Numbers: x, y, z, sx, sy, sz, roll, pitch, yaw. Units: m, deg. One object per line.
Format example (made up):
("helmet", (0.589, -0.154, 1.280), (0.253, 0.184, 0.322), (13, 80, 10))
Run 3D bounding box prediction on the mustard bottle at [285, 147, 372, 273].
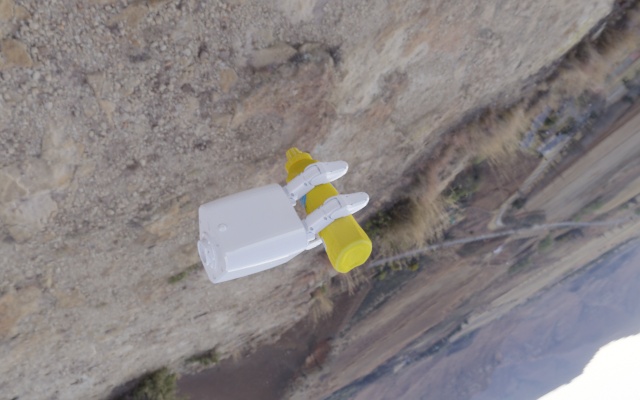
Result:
("mustard bottle", (0.001, 0.002, 0.664), (0.058, 0.191, 0.096), (-28, -25, -6))
